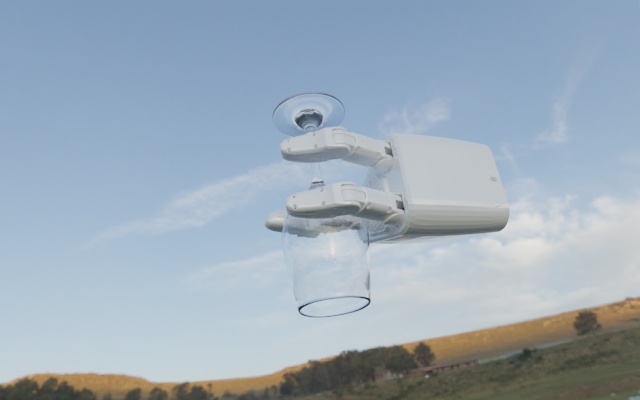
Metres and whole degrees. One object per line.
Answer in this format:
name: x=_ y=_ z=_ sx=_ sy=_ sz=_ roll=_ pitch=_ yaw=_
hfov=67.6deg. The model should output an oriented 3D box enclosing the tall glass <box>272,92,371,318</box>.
tall glass: x=0.000 y=0.001 z=0.443 sx=0.079 sy=0.201 sz=0.079 roll=-6 pitch=-27 yaw=-3
